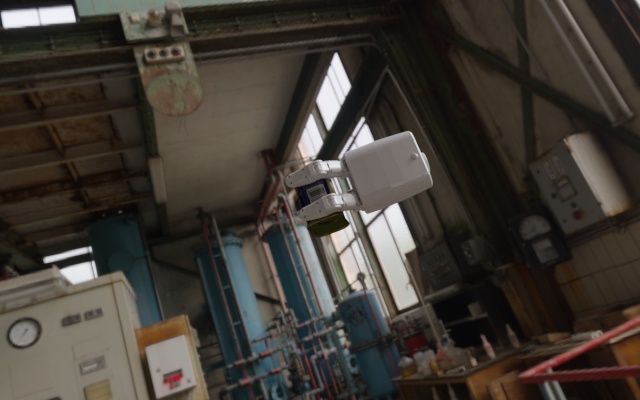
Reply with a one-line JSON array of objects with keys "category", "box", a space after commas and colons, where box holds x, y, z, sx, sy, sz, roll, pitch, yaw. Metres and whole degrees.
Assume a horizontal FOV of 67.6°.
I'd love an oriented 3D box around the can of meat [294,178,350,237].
[{"category": "can of meat", "box": [0.000, 0.002, 0.731, 0.057, 0.084, 0.102, -22, -17, 6]}]
